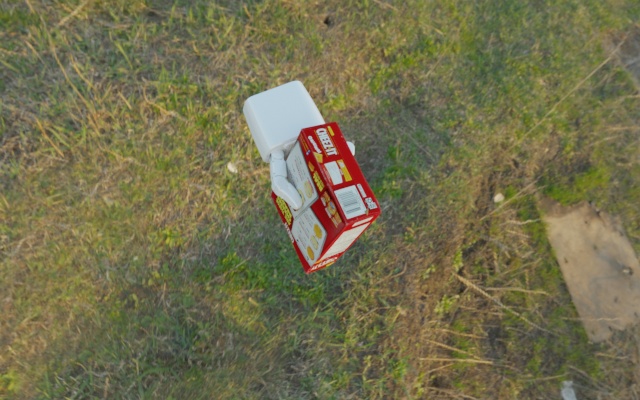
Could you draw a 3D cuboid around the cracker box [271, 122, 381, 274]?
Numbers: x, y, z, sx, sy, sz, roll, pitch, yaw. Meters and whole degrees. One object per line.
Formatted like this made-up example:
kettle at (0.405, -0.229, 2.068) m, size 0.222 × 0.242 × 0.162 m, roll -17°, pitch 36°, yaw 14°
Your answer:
cracker box at (0.000, 0.002, 0.774) m, size 0.072 × 0.164 × 0.214 m, roll -17°, pitch -20°, yaw -25°
